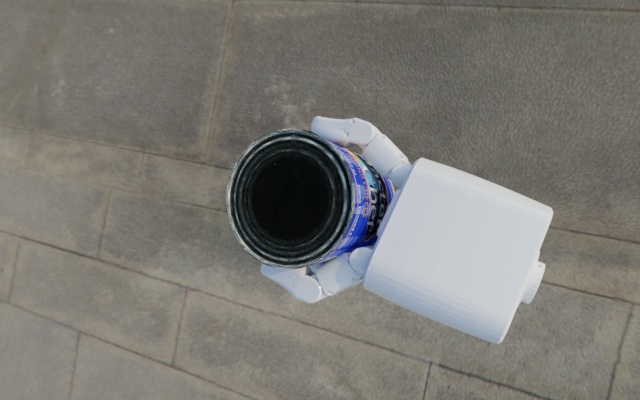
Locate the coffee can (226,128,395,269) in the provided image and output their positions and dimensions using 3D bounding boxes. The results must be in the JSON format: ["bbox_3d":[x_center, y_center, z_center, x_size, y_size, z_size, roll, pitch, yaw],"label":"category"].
[{"bbox_3d":[0.000,0.001,0.409,0.103,0.103,0.140,0,-2,21],"label":"coffee can"}]
